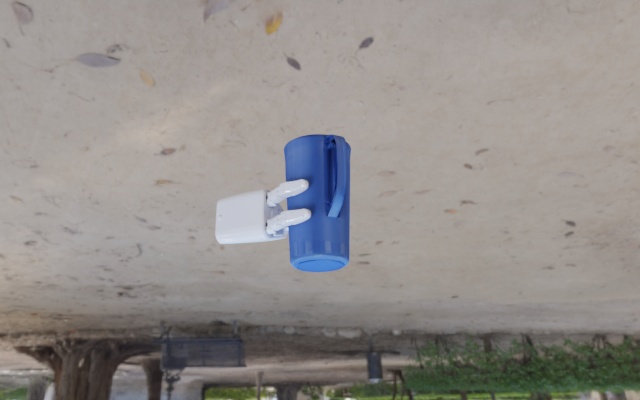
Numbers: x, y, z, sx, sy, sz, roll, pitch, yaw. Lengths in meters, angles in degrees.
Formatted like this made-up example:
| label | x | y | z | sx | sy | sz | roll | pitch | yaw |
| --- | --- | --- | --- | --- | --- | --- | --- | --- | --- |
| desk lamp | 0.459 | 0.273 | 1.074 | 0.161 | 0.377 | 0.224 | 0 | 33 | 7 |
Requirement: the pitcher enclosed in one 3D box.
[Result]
| label | x | y | z | sx | sy | sz | roll | pitch | yaw |
| --- | --- | --- | --- | --- | --- | --- | --- | --- | --- |
| pitcher | 0.000 | 0.003 | 0.897 | 0.145 | 0.242 | 0.149 | -9 | -22 | 18 |
